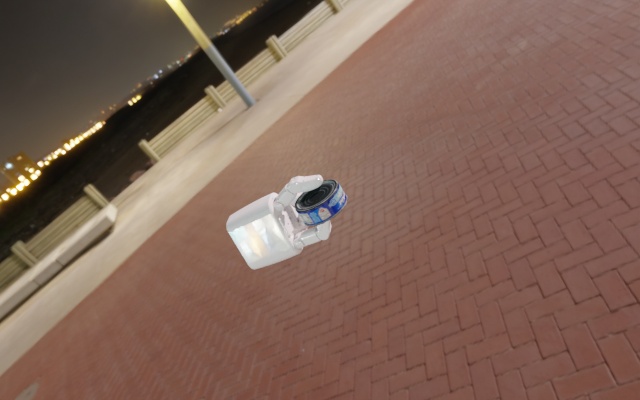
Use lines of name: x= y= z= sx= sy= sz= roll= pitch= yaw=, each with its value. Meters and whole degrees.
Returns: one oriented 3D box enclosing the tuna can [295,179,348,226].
tuna can: x=0.000 y=0.002 z=0.795 sx=0.086 sy=0.034 sz=0.086 roll=-26 pitch=25 yaw=14
